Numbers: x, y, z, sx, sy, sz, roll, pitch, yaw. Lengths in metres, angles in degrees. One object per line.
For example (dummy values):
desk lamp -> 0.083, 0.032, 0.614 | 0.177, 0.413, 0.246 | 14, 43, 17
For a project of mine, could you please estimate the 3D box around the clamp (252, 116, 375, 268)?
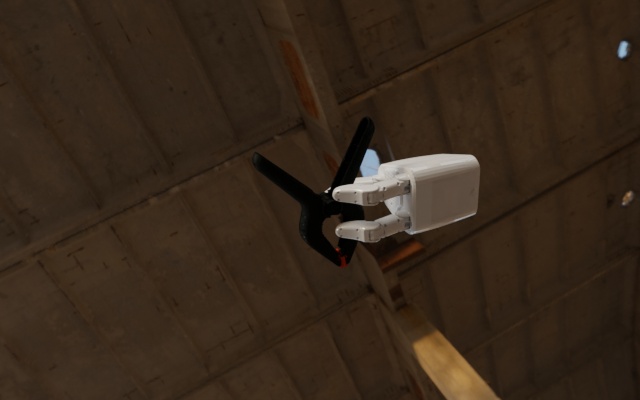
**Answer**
clamp -> 0.000, 0.002, 0.643 | 0.164, 0.210, 0.036 | -13, 27, -15
